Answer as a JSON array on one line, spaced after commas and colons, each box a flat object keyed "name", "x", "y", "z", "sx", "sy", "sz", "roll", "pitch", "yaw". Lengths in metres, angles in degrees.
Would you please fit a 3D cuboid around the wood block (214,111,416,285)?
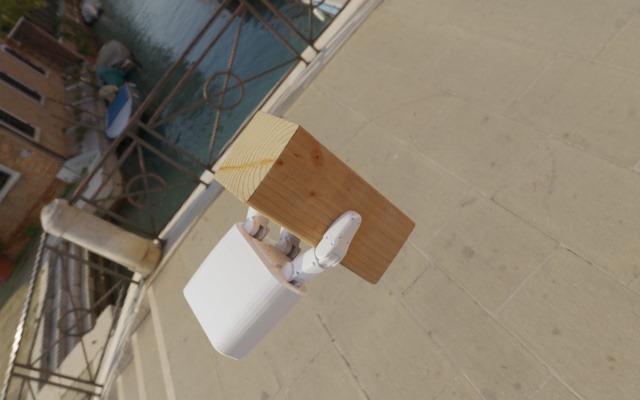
[{"name": "wood block", "x": 0.000, "y": 0.002, "z": 0.531, "sx": 0.206, "sy": 0.090, "sz": 0.090, "roll": 36, "pitch": -3, "yaw": -37}]
